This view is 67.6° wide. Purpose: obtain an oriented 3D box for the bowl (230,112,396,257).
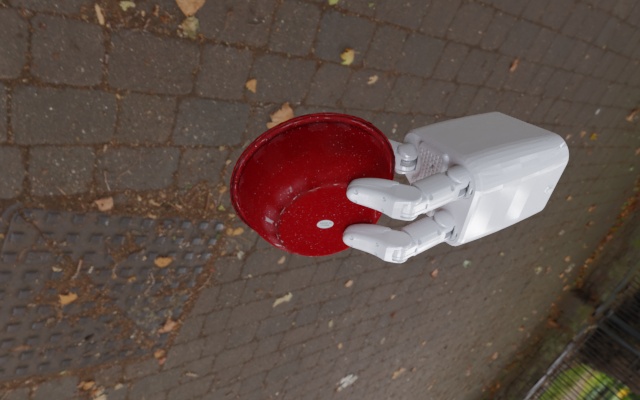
[{"bbox_3d":[-0.001,0.002,0.439,0.162,0.162,0.055,0,44,-17],"label":"bowl"}]
